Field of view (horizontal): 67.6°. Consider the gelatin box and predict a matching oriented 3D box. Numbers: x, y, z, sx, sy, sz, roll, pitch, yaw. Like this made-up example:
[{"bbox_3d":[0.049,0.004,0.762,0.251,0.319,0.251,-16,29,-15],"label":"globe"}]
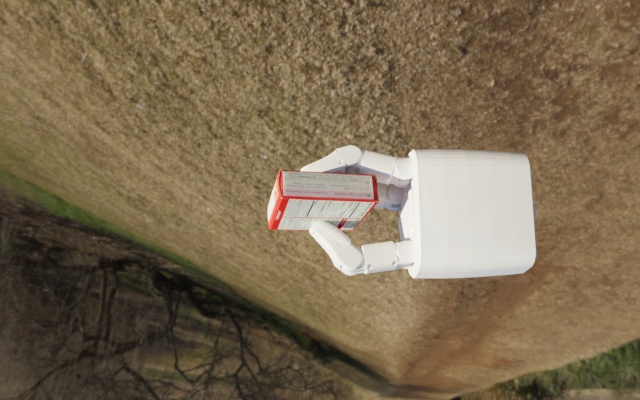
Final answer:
[{"bbox_3d":[0.000,0.002,0.439,0.089,0.030,0.073,1,-25,-14],"label":"gelatin box"}]
